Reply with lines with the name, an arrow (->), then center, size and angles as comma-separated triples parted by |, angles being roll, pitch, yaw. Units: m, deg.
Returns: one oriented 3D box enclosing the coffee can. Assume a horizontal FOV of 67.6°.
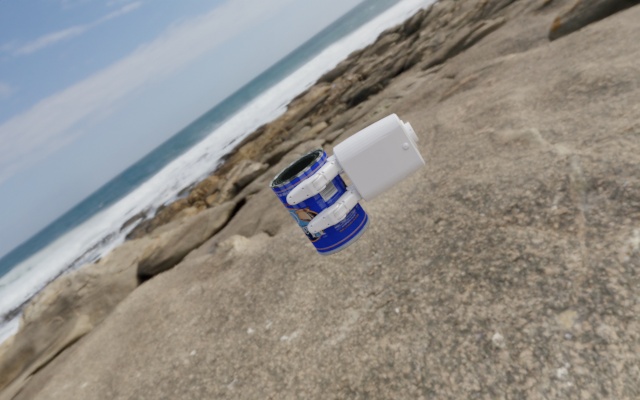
coffee can -> 0.000, 0.003, 0.765 | 0.103, 0.140, 0.102 | -32, 17, 11
